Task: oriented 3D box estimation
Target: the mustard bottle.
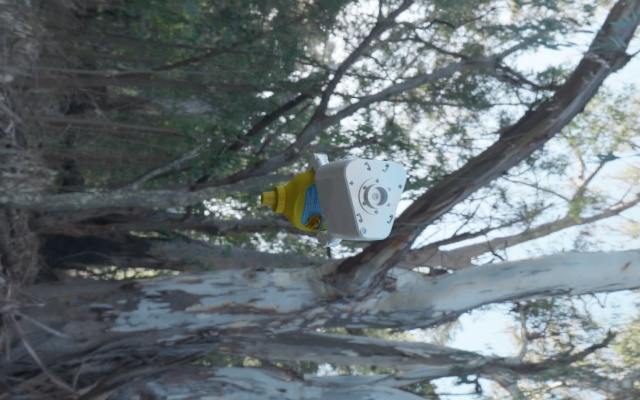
[{"bbox_3d":[0.000,0.002,0.763,0.191,0.096,0.058,3,22,-20],"label":"mustard bottle"}]
